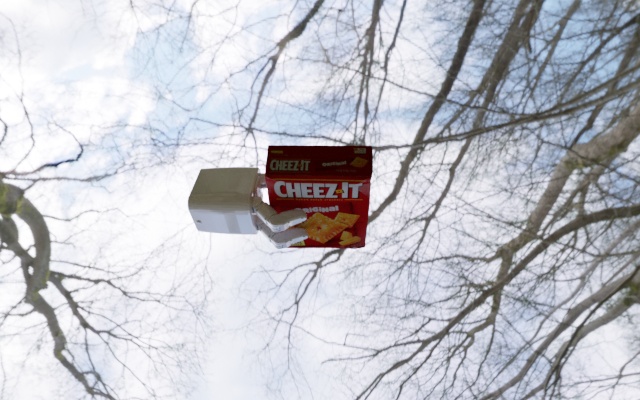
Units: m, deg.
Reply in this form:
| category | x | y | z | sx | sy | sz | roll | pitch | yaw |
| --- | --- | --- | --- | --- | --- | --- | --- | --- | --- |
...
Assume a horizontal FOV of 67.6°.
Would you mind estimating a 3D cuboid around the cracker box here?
| category | x | y | z | sx | sy | sz | roll | pitch | yaw |
| --- | --- | --- | --- | --- | --- | --- | --- | --- | --- |
| cracker box | 0.000 | 0.003 | 0.805 | 0.164 | 0.072 | 0.214 | 0 | -35 | 2 |
